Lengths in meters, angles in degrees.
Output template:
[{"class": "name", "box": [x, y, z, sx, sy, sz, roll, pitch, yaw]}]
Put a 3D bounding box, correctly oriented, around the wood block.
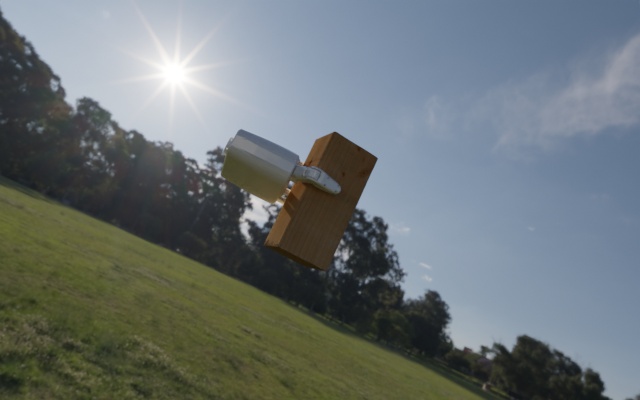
[{"class": "wood block", "box": [0.000, 0.002, 0.790, 0.090, 0.206, 0.091, 30, -13, -19]}]
